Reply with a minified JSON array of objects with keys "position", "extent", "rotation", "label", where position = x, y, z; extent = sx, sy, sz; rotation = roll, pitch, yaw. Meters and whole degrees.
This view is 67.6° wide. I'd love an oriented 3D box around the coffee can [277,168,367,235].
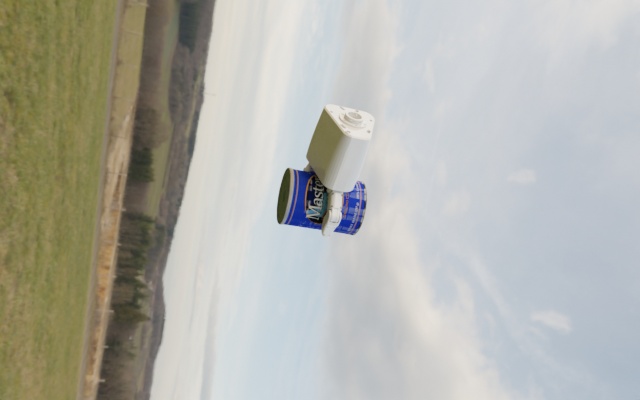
[{"position":[0.000,0.003,0.865],"extent":[0.140,0.103,0.103],"rotation":[10,-3,-15],"label":"coffee can"}]
